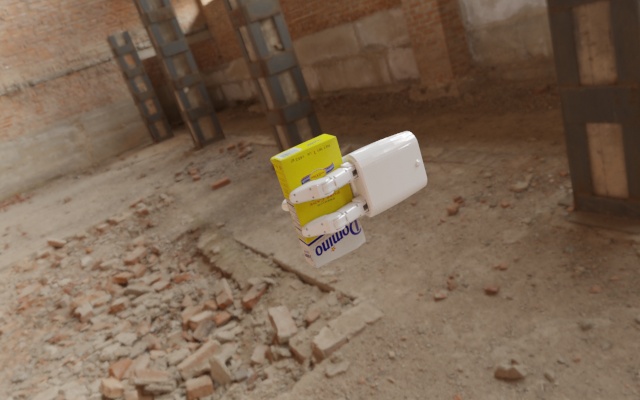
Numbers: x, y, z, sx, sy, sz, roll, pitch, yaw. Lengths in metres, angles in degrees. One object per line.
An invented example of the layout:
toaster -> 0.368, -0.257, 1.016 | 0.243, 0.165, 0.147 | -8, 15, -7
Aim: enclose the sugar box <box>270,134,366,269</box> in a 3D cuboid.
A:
sugar box -> 0.000, 0.002, 0.700 | 0.093, 0.176, 0.048 | -26, 20, -18
